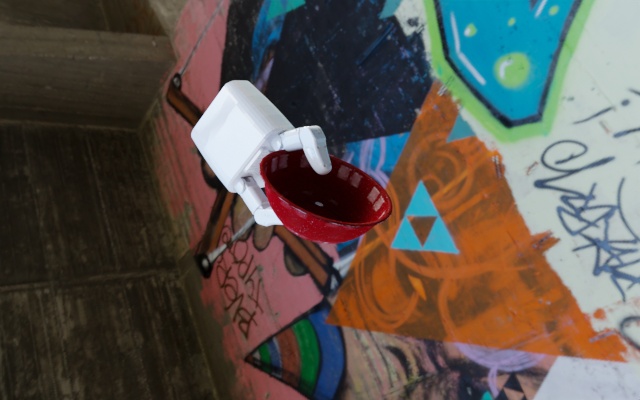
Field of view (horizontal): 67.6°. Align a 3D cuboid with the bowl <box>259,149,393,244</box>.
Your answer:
[{"bbox_3d":[0.001,0.003,0.562,0.162,0.055,0.162,16,28,-9],"label":"bowl"}]
